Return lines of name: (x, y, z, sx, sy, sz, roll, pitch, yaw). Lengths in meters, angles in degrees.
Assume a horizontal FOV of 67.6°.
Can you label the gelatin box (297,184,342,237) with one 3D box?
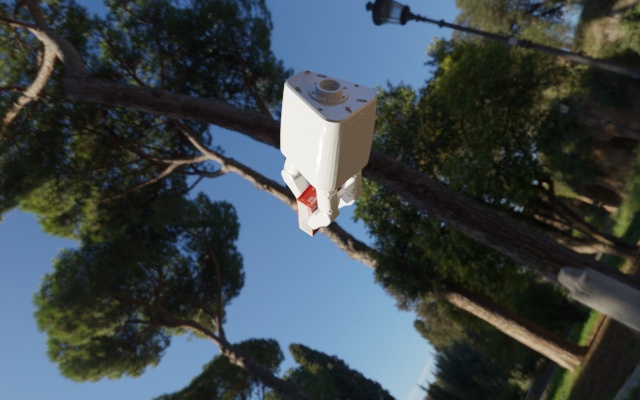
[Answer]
gelatin box: (0.000, 0.002, 0.710, 0.030, 0.073, 0.089, 34, -26, 20)
